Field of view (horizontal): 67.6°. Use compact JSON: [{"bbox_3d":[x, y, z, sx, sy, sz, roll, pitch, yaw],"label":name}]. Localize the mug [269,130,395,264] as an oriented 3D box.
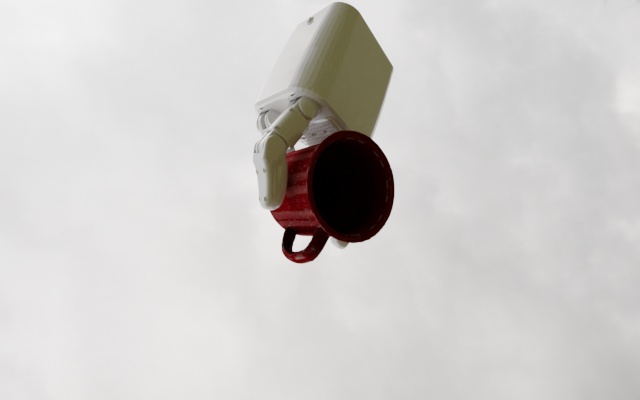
[{"bbox_3d":[-0.001,0.003,0.419,0.093,0.117,0.081,33,-21,-29],"label":"mug"}]
